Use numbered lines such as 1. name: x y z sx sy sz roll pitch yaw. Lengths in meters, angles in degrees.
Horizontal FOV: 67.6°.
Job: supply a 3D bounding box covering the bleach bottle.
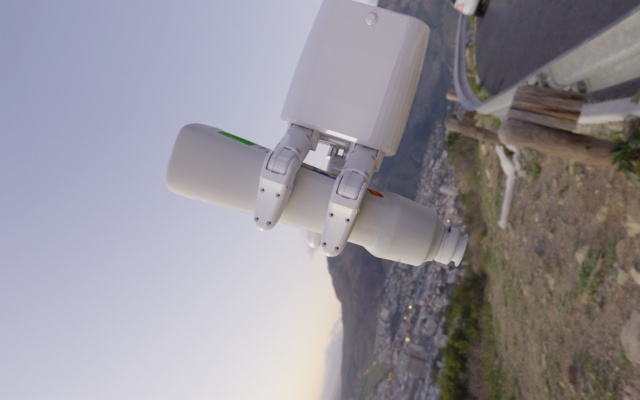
1. bleach bottle: 0.000 0.001 0.418 0.251 0.068 0.102 19 3 8
